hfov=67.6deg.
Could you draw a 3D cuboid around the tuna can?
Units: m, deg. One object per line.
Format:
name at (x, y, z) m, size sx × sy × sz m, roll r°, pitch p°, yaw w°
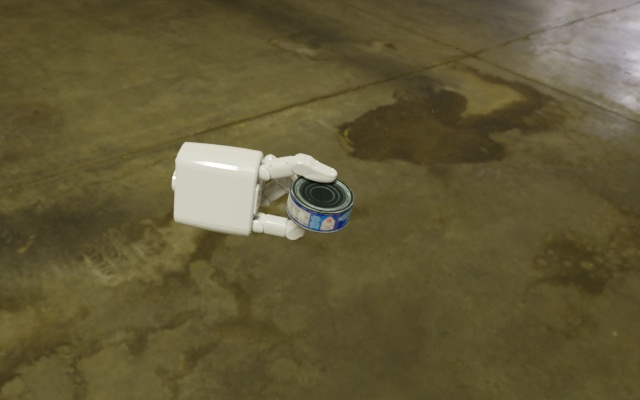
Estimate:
tuna can at (0.000, 0.002, 0.621) m, size 0.086 × 0.034 × 0.086 m, roll 9°, pitch 37°, yaw -7°
